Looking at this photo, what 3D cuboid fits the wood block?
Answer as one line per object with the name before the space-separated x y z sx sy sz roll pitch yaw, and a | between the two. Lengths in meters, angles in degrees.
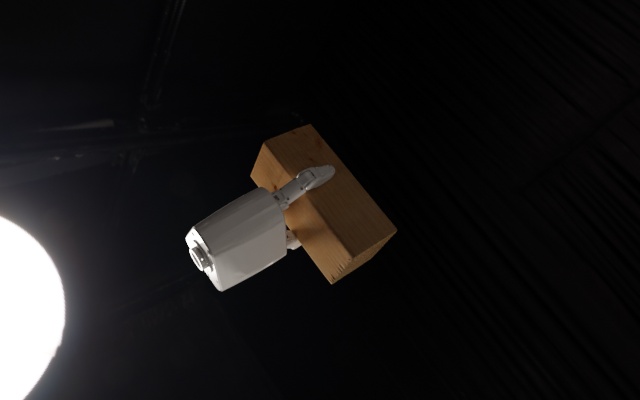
wood block | 0.000 0.002 0.692 0.090 0.206 0.091 -27 -19 -35
